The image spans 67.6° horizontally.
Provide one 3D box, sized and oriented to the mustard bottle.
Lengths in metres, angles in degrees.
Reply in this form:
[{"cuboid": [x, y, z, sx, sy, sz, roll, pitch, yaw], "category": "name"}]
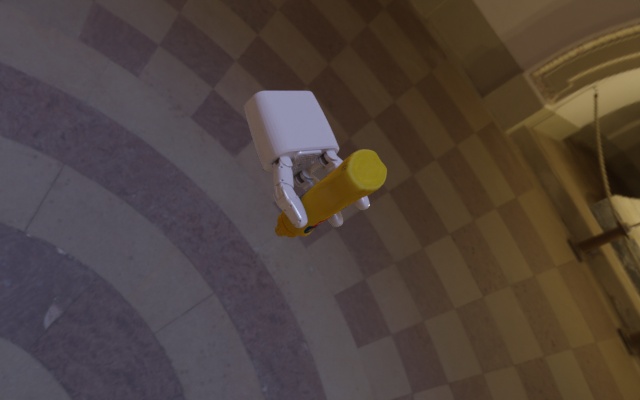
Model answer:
[{"cuboid": [0.000, 0.002, 0.677, 0.192, 0.058, 0.096, -35, 2, 35], "category": "mustard bottle"}]
